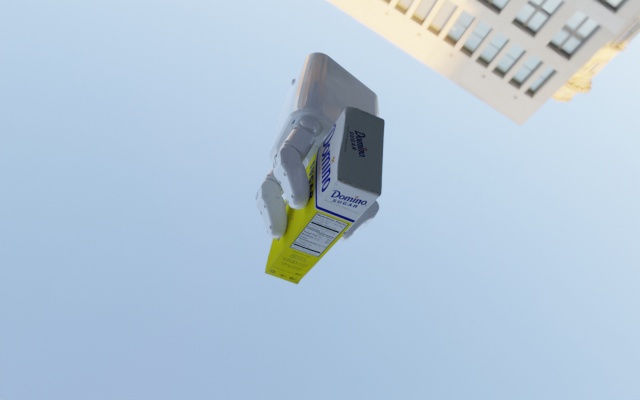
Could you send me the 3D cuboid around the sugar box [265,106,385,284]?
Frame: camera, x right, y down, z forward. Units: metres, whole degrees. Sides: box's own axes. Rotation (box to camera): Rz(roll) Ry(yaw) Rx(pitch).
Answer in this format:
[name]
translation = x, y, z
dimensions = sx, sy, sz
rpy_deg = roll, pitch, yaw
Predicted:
[sugar box]
translation = 0.000, 0.001, 0.462
dimensions = 0.048, 0.093, 0.176
rpy_deg = 19, -40, -13
